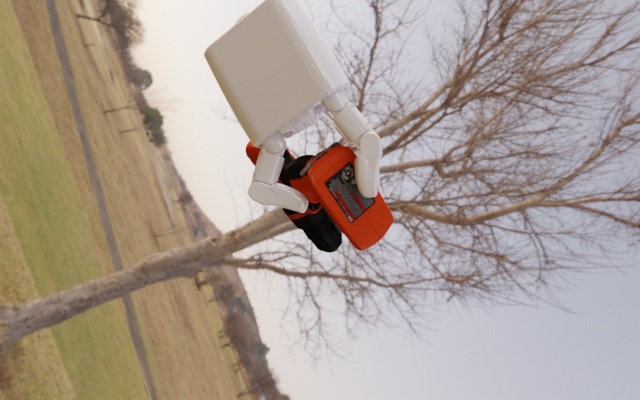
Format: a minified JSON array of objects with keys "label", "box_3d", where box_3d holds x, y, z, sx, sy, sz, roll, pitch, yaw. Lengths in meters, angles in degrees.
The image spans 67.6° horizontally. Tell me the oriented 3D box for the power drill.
[{"label":"power drill","box_3d":[0.000,0.002,0.544,0.057,0.184,0.187,-43,22,-17]}]
